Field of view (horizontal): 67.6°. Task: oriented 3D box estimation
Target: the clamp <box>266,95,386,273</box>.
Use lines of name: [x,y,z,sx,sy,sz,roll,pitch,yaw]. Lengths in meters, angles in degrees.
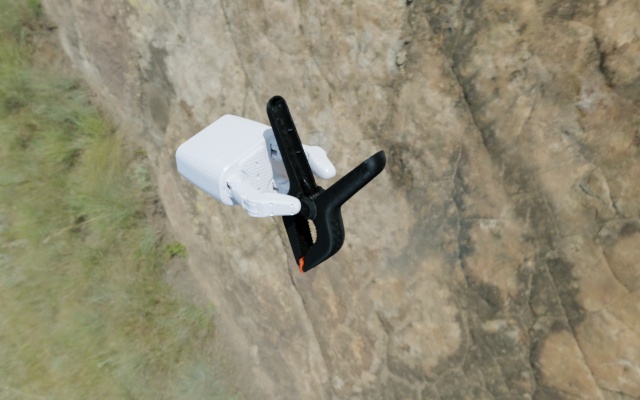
clamp: [-0.001,0.002,0.537,0.036,0.210,0.164,-25,39,-37]
